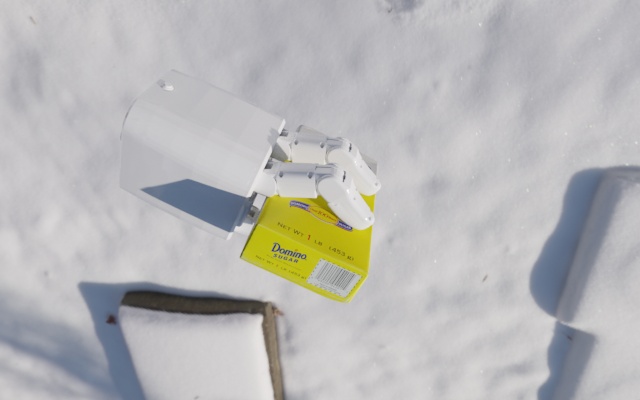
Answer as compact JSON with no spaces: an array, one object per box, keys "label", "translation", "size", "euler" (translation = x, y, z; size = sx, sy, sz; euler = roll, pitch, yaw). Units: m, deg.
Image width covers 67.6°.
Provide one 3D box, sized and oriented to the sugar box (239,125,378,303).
[{"label":"sugar box","translation":[0.000,0.001,0.423],"size":[0.093,0.048,0.176],"euler":[26,36,-8]}]
